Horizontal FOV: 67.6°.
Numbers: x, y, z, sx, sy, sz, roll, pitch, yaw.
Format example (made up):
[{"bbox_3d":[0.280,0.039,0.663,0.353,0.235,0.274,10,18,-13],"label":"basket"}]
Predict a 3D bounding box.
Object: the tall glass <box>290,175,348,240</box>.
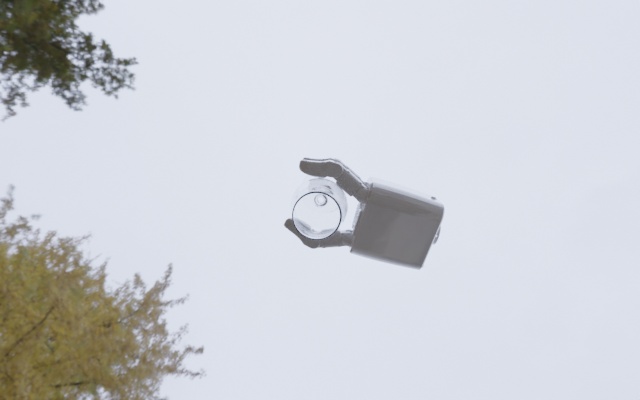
[{"bbox_3d":[0.000,0.002,0.684,0.079,0.079,0.201,0,10,3],"label":"tall glass"}]
